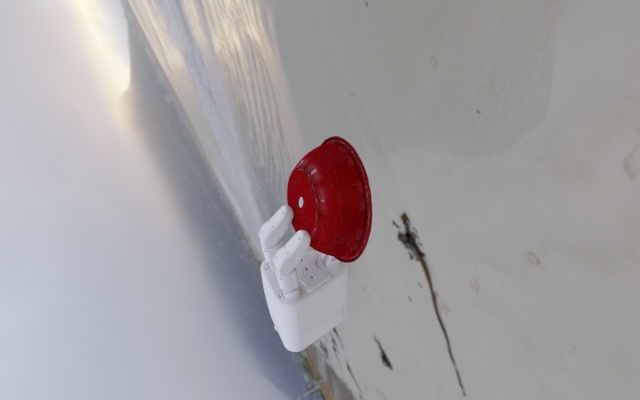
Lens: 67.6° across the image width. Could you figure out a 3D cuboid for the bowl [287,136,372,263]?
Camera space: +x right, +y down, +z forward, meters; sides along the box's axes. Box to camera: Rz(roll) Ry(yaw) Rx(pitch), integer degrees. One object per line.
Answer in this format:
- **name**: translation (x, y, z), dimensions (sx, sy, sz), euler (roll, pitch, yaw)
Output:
- **bowl**: translation (0.000, 0.001, 0.597), dimensions (0.055, 0.162, 0.162), euler (-7, 3, -25)
